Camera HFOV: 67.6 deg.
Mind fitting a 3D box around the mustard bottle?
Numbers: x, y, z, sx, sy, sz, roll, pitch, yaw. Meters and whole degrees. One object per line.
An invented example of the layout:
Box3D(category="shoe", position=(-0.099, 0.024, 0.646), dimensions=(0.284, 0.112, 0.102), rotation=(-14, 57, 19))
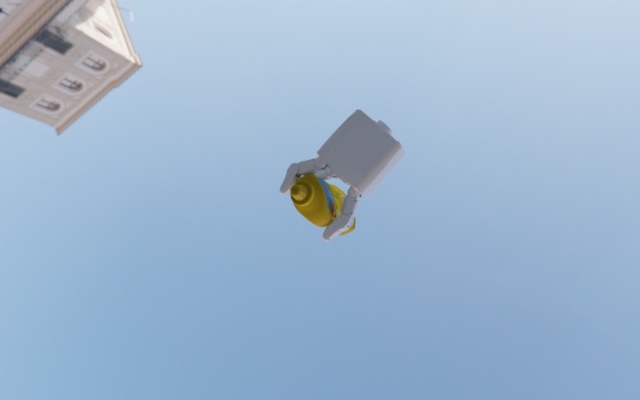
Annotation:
Box3D(category="mustard bottle", position=(0.000, 0.003, 0.842), dimensions=(0.058, 0.096, 0.192), rotation=(-25, -21, 18))
